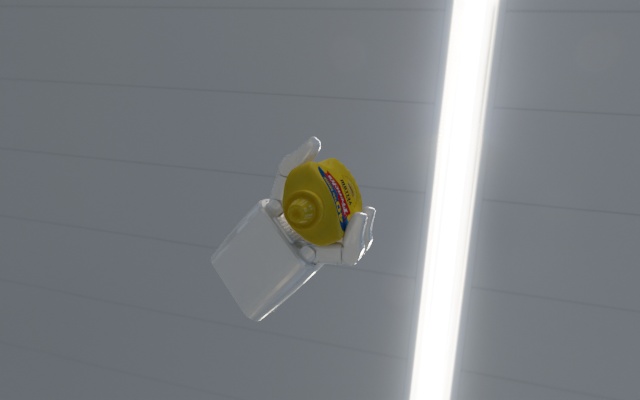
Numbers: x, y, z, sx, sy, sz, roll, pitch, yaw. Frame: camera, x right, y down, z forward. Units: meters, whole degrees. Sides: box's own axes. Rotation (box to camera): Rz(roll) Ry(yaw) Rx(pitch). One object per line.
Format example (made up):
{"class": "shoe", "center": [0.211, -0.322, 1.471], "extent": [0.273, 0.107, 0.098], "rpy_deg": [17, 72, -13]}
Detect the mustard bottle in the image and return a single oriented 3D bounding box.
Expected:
{"class": "mustard bottle", "center": [0.000, 0.002, 0.557], "extent": [0.058, 0.096, 0.191], "rpy_deg": [-19, 1, 17]}
